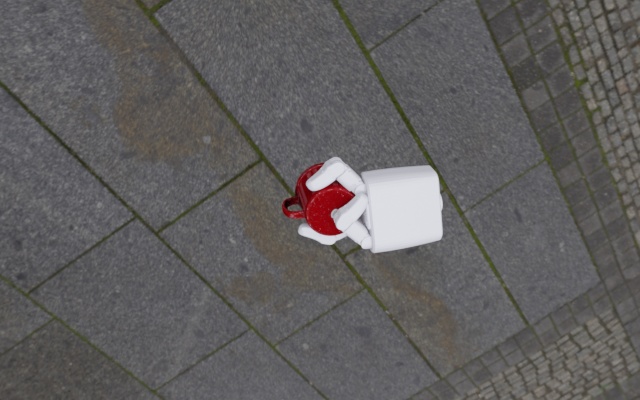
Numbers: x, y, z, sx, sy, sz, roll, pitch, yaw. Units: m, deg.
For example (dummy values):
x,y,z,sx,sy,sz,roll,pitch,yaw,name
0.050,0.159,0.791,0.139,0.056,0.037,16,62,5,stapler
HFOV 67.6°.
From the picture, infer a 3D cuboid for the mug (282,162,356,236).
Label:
x,y,z,sx,sy,sz,roll,pitch,yaw,name
-0.001,0.003,0.717,0.117,0.093,0.081,-10,27,-6,mug
